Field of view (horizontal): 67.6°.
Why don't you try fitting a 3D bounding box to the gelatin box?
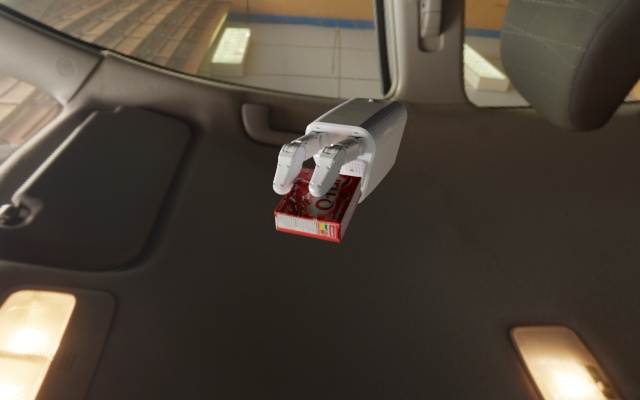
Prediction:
[{"bbox_3d":[0.000,0.002,0.528,0.073,0.030,0.089,10,40,17],"label":"gelatin box"}]
